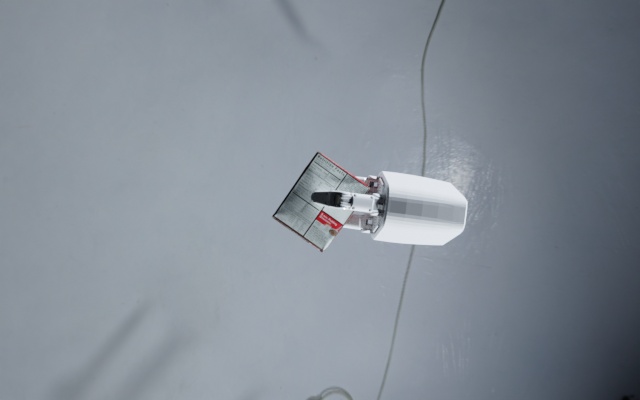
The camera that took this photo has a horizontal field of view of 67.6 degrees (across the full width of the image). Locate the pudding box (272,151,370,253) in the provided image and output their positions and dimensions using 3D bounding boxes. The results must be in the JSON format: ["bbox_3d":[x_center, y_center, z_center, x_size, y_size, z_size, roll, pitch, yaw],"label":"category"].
[{"bbox_3d":[0.000,0.002,0.662,0.090,0.113,0.039,35,-2,-2],"label":"pudding box"}]
